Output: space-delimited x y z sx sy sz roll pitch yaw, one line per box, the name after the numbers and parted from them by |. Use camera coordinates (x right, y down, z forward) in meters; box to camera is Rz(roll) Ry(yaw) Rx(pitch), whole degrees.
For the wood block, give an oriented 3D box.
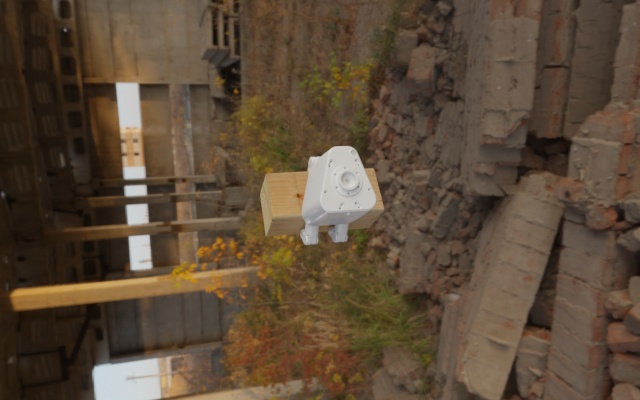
0.000 0.002 0.889 0.206 0.090 0.090 -3 -25 -17 | wood block
